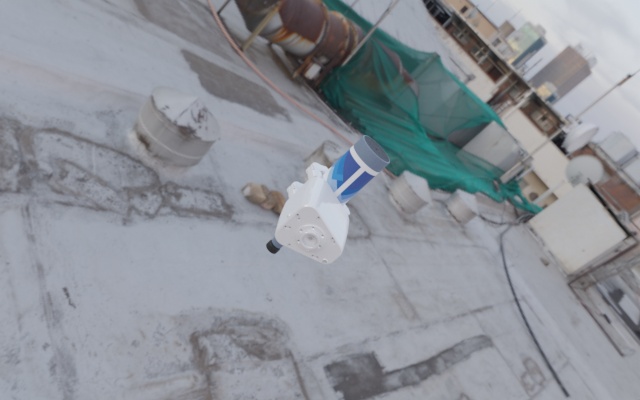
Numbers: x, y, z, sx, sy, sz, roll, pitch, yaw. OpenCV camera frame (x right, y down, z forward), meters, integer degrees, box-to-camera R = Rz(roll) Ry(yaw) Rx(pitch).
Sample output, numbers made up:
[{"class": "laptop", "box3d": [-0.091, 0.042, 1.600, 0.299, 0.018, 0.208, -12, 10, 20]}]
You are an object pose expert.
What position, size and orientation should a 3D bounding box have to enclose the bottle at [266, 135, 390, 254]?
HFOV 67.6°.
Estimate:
[{"class": "bottle", "box3d": [0.000, 0.003, 0.891, 0.296, 0.069, 0.069, -43, -21, 23]}]
